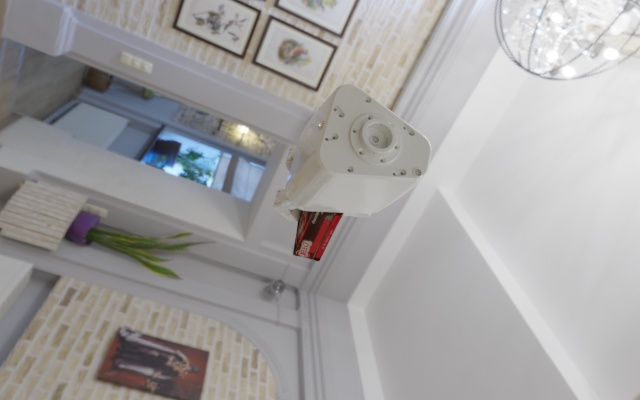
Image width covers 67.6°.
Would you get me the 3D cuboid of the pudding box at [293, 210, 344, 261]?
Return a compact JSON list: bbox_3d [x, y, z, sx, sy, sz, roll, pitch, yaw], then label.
[{"bbox_3d":[0.000,0.002,0.573,0.039,0.090,0.113,18,42,-8],"label":"pudding box"}]
